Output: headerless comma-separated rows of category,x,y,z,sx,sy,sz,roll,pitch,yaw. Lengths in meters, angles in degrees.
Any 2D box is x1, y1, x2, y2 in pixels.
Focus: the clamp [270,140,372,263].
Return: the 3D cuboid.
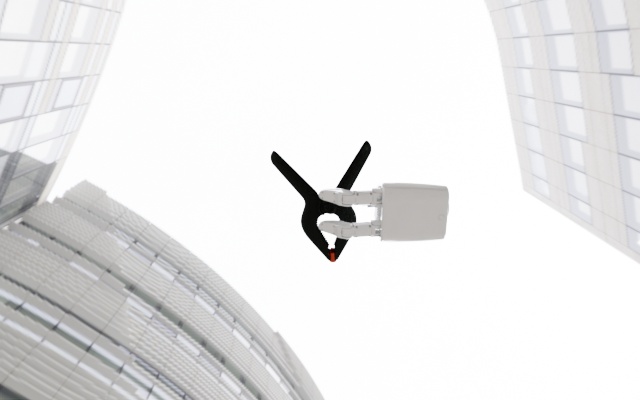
clamp,0.000,0.003,0.801,0.164,0.210,0.036,1,17,2
